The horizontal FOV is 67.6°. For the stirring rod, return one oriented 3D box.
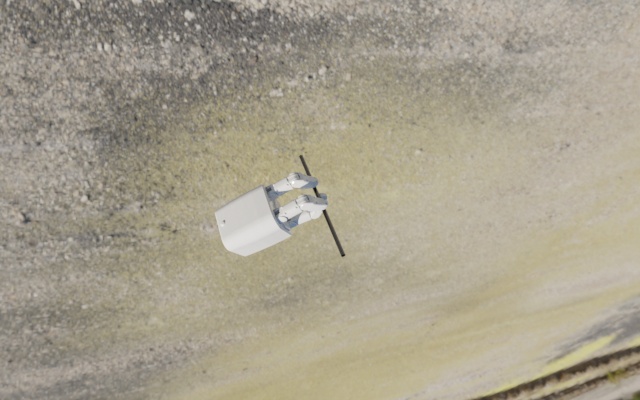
[{"bbox_3d":[0.000,0.003,0.881,0.011,0.239,0.011,-15,-35,-11],"label":"stirring rod"}]
